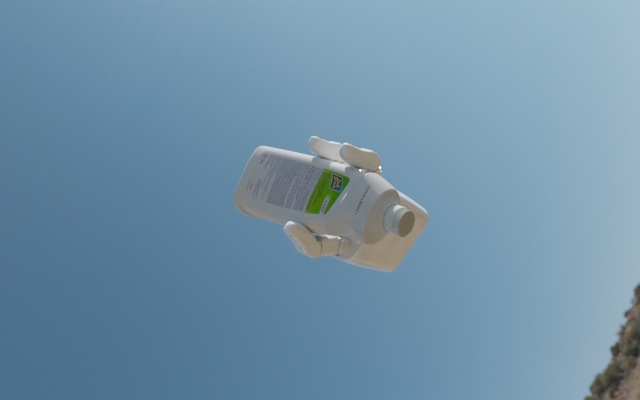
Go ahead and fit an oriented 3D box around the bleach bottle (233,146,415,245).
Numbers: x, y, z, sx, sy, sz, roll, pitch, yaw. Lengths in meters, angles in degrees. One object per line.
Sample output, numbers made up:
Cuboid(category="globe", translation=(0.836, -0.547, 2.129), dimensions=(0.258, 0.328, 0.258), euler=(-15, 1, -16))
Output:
Cuboid(category="bleach bottle", translation=(0.000, 0.002, 0.577), dimensions=(0.250, 0.102, 0.068), euler=(19, -4, 44))
